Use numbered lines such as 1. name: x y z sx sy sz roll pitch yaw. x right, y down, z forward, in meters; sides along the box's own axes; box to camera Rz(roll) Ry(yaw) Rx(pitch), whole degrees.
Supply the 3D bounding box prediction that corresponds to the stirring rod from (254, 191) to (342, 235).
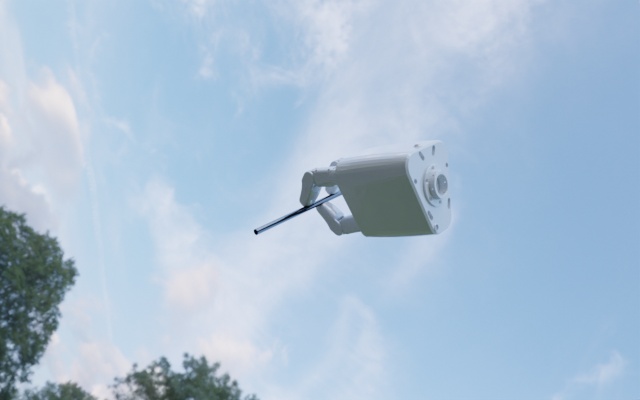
1. stirring rod: 0.000 0.002 0.669 0.011 0.011 0.239 0 18 44
